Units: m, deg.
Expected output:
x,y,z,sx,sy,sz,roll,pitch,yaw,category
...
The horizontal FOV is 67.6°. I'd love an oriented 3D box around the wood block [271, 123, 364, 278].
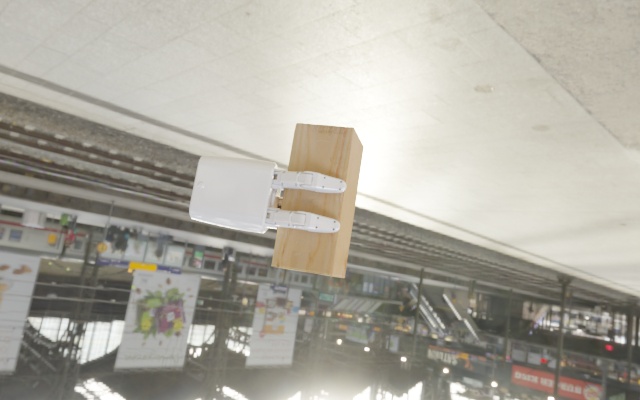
x,y,z,sx,sy,sz,roll,pitch,yaw,category
0.000,0.002,0.697,0.090,0.206,0.091,7,-9,15,wood block
